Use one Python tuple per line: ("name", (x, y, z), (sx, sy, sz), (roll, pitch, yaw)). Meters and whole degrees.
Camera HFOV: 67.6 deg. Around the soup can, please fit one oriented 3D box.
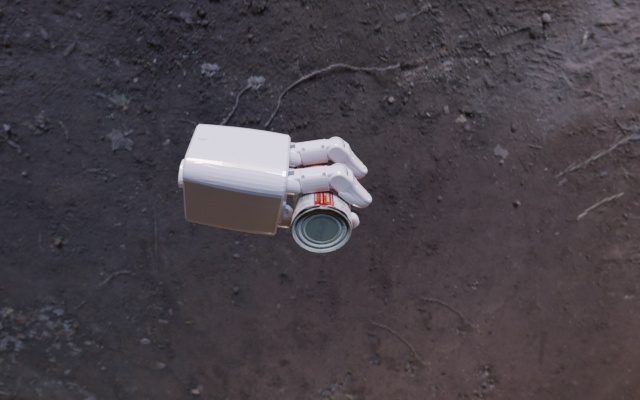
("soup can", (0.001, 0.002, 0.546), (0.068, 0.069, 0.102), (0, 38, -1))
